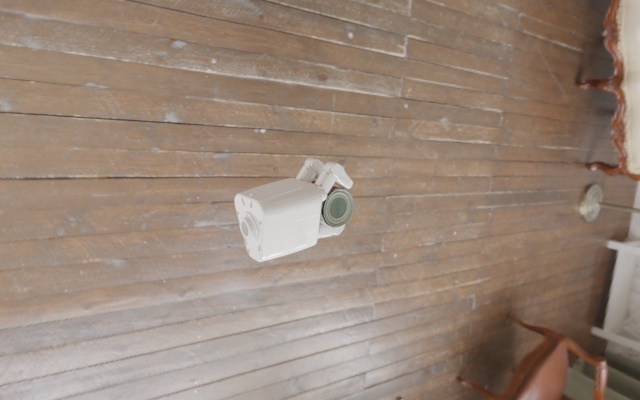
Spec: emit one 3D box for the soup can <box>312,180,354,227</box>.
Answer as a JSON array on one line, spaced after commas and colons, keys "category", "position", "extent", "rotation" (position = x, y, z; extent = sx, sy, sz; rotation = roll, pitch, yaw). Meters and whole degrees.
[{"category": "soup can", "position": [0.001, 0.003, 0.814], "extent": [0.068, 0.068, 0.102], "rotation": [0, 11, -37]}]
